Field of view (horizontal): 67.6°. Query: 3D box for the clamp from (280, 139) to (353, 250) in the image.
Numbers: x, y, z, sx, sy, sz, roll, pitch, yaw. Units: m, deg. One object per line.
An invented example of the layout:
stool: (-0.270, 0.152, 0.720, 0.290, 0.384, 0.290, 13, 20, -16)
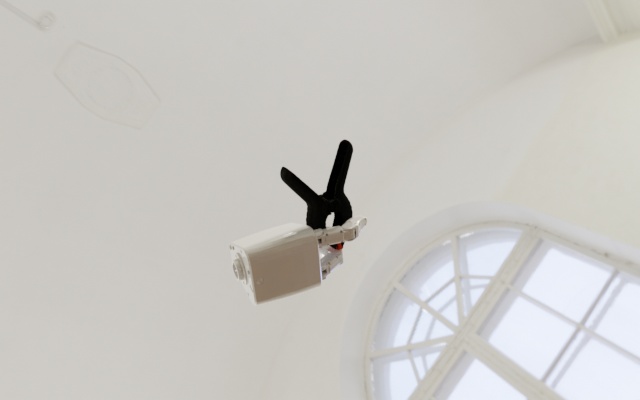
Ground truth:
clamp: (0.000, 0.002, 0.712, 0.120, 0.171, 0.039, -15, 24, -23)
